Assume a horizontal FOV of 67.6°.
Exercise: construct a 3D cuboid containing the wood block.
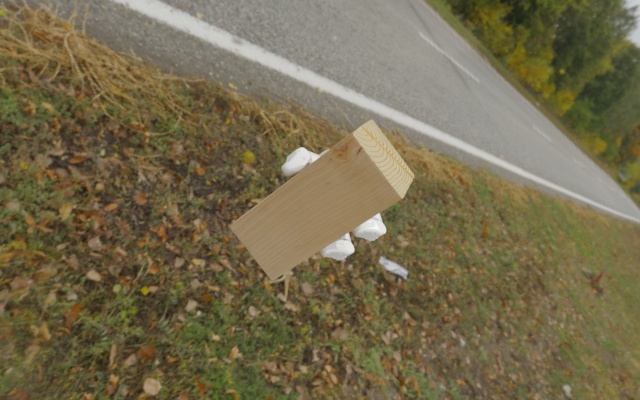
[{"bbox_3d":[0.000,0.001,0.592,0.206,0.091,0.090,-35,4,28],"label":"wood block"}]
